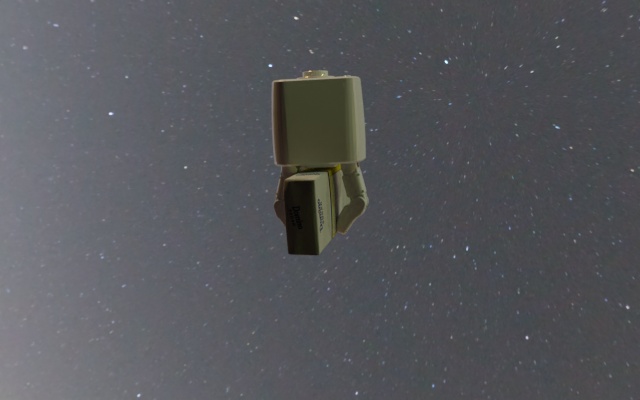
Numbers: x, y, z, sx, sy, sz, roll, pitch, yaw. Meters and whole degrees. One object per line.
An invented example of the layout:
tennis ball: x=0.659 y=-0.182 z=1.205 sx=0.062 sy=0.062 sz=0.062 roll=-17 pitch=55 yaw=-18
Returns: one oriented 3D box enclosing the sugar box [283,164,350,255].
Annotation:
sugar box: x=0.000 y=0.002 z=0.632 sx=0.048 sy=0.093 sz=0.176 roll=1 pitch=12 yaw=18
